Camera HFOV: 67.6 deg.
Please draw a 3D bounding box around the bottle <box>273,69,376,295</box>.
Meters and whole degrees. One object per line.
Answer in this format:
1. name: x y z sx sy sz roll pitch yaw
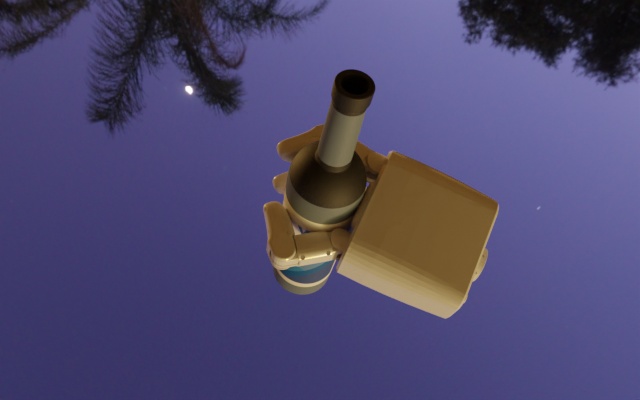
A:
1. bottle: 0.000 0.002 0.430 0.069 0.069 0.296 0 -31 -10
